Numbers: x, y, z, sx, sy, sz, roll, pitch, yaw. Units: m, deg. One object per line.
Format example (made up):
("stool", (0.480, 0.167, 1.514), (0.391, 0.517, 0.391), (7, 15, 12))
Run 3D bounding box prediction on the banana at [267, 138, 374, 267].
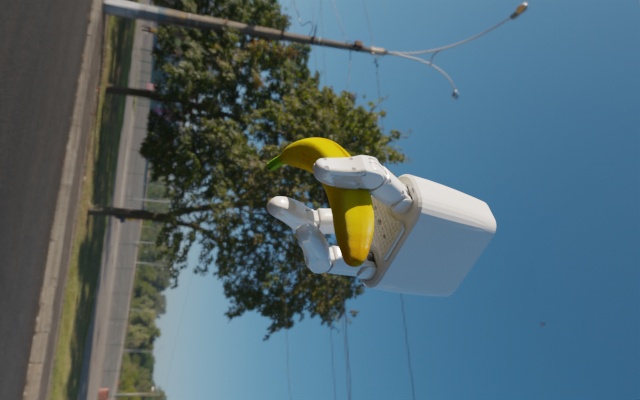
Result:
("banana", (0.008, -0.016, 0.456), (0.037, 0.069, 0.197), (24, 15, -35))
